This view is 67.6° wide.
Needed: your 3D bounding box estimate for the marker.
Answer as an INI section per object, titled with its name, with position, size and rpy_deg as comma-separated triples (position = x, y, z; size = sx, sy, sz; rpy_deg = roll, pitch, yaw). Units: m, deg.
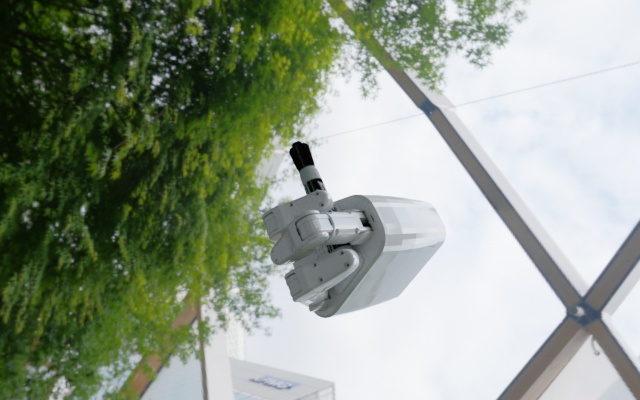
[marker]
position = 0.000, 0.001, 0.403
size = 0.020, 0.121, 0.020
rpy_deg = -19, -22, -8
